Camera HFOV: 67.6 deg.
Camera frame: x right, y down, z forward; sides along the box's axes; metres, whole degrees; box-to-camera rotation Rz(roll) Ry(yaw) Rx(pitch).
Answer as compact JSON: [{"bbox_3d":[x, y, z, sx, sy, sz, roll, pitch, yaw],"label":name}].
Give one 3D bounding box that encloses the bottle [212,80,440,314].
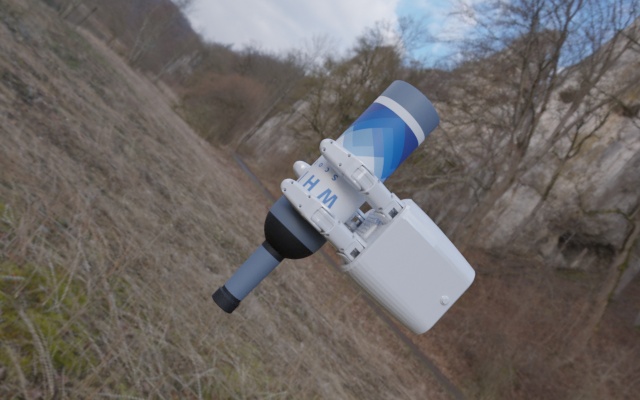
[{"bbox_3d":[0.000,0.001,0.500,0.069,0.295,0.069,44,-4,4],"label":"bottle"}]
